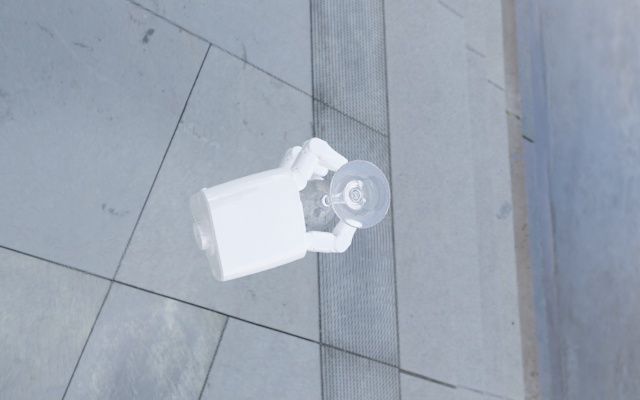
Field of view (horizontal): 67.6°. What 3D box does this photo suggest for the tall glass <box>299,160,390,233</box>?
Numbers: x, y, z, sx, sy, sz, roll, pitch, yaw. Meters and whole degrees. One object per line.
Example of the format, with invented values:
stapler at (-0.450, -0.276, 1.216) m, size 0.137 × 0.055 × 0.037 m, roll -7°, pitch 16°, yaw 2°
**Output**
tall glass at (0.001, 0.002, 0.598) m, size 0.079 × 0.079 × 0.201 m, roll 0°, pitch -5°, yaw -26°
